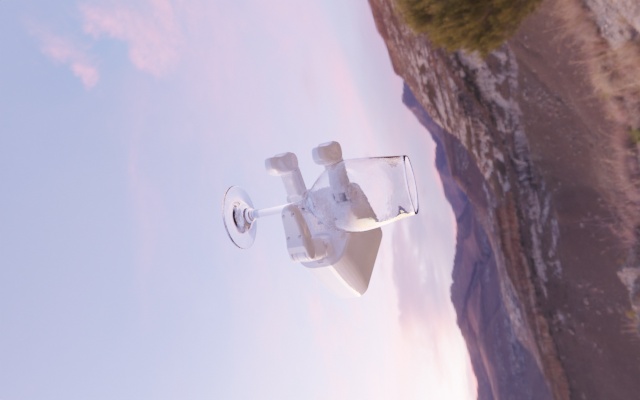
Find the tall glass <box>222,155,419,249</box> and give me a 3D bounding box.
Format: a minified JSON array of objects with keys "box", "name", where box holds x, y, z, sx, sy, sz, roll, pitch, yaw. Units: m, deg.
[{"box":[-0.001,0.002,0.515,0.201,0.079,0.079,-11,-4,19],"name":"tall glass"}]
